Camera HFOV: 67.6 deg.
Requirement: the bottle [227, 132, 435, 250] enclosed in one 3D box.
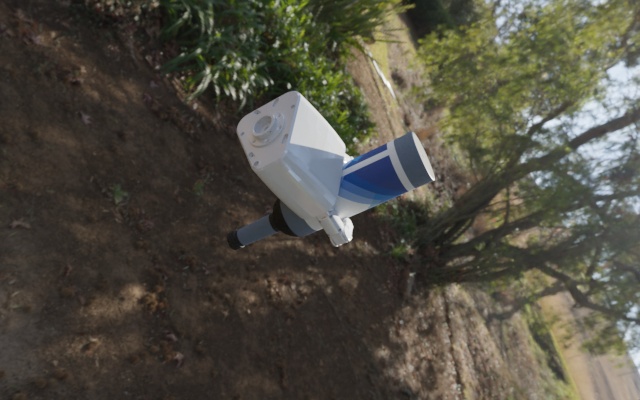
[{"bbox_3d":[0.000,0.002,0.635,0.296,0.069,0.069,-24,-9,20],"label":"bottle"}]
